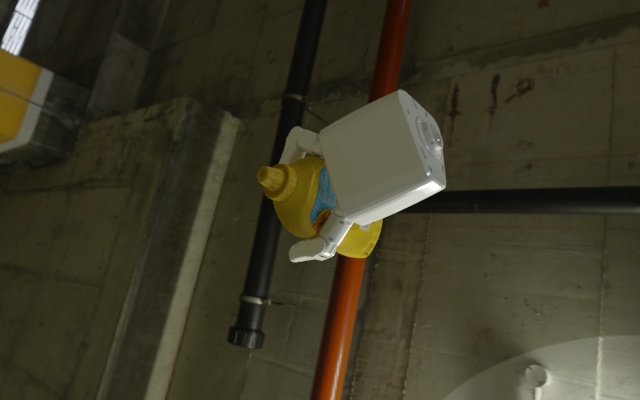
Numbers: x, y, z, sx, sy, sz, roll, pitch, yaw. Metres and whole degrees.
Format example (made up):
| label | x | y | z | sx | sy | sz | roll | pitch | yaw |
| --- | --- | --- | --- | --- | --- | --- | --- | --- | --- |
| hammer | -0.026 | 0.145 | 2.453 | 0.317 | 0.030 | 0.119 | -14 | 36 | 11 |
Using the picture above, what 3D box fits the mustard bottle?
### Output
| label | x | y | z | sx | sy | sz | roll | pitch | yaw |
| --- | --- | --- | --- | --- | --- | --- | --- | --- | --- |
| mustard bottle | 0.000 | 0.002 | 0.568 | 0.058 | 0.096 | 0.192 | 2 | -17 | 42 |
